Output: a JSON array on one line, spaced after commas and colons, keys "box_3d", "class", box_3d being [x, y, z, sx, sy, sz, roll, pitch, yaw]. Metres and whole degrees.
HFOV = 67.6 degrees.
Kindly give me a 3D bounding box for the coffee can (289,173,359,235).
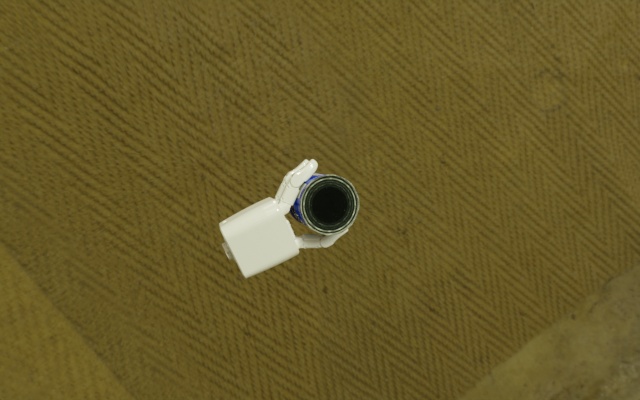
[{"box_3d": [0.000, 0.003, 0.863, 0.103, 0.103, 0.140, 0, 4, -13], "class": "coffee can"}]
